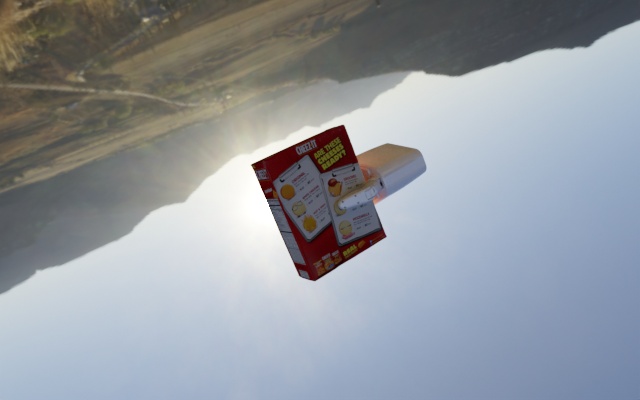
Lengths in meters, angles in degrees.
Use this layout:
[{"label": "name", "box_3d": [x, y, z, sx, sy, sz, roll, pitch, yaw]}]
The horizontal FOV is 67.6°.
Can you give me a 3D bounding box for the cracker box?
[{"label": "cracker box", "box_3d": [0.000, 0.003, 0.809, 0.164, 0.214, 0.072, -28, 12, -27]}]
